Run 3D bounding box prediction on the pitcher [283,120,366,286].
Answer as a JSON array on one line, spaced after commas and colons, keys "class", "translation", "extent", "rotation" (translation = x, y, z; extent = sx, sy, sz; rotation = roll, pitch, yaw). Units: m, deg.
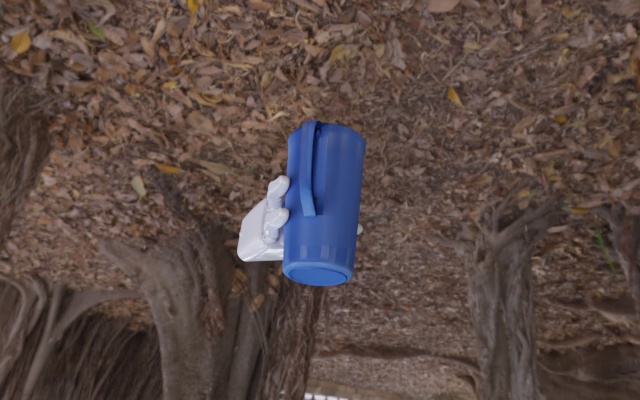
[{"class": "pitcher", "translation": [0.000, 0.003, 0.761], "extent": [0.149, 0.242, 0.145], "rotation": [18, -29, -27]}]
